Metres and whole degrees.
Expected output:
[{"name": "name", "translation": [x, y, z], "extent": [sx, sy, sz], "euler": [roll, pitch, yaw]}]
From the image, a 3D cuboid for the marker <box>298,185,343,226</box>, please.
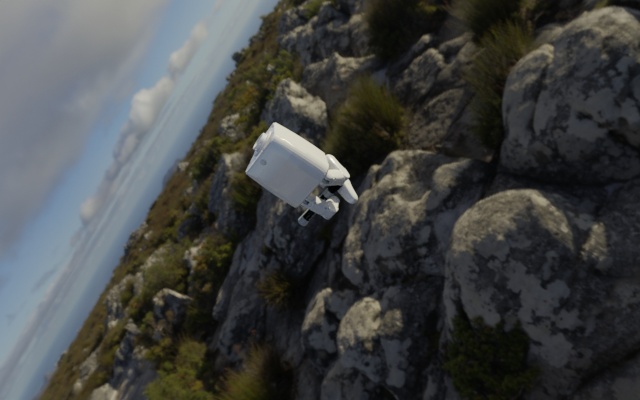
[{"name": "marker", "translation": [0.000, 0.003, 0.878], "extent": [0.020, 0.020, 0.121], "euler": [0, -40, -50]}]
